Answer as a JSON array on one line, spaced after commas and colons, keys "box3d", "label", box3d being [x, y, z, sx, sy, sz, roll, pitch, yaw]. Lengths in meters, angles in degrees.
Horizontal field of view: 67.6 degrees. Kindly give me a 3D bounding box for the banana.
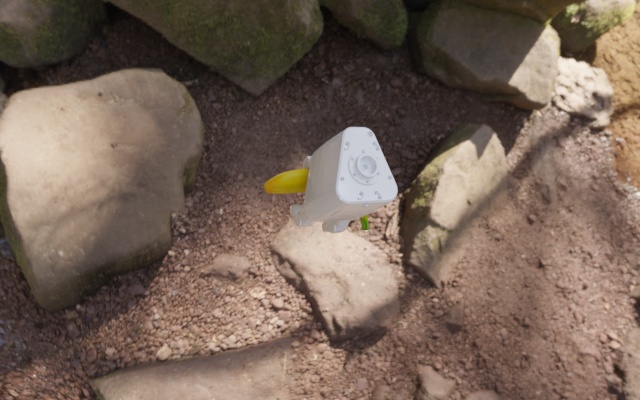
[{"box3d": [0.009, -0.014, 0.767, 0.198, 0.069, 0.037, 22, -10, -21], "label": "banana"}]
